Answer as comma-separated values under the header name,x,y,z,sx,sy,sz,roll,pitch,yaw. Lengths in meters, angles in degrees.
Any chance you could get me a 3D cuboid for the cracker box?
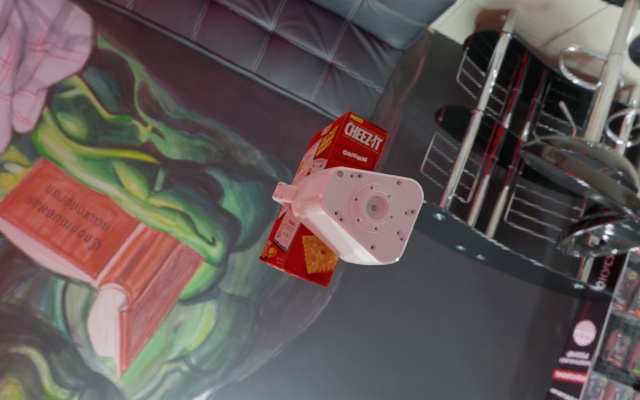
name,x,y,z,sx,sy,sz,roll,pitch,yaw
cracker box,0.000,0.002,0.659,0.072,0.213,0.164,26,-10,-14
